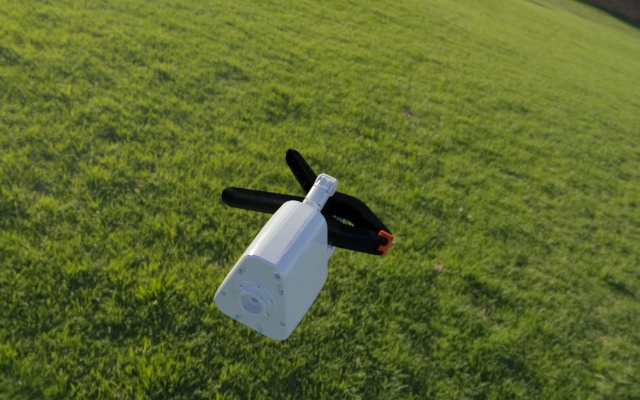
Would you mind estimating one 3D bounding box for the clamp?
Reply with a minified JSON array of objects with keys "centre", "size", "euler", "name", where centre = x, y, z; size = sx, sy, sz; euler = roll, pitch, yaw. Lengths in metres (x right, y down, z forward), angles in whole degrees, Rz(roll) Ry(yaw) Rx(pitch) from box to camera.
[{"centre":[0.001,0.002,0.624],"size":[0.210,0.036,0.164],"euler":[26,36,9],"name":"clamp"}]
